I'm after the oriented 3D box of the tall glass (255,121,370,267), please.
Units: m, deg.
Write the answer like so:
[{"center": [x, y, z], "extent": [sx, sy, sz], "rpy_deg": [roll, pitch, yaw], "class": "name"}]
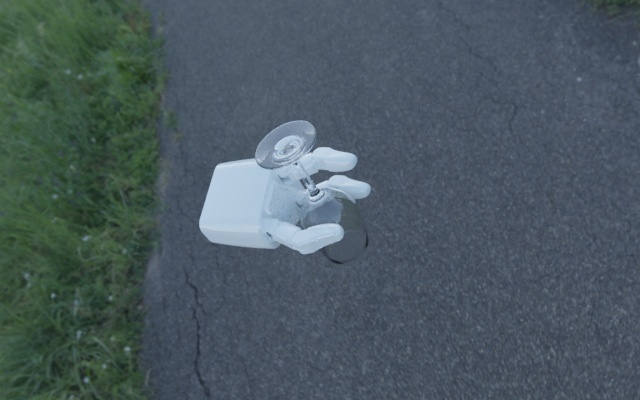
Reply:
[{"center": [0.000, 0.002, 0.584], "extent": [0.079, 0.079, 0.201], "rpy_deg": [0, -40, 31], "class": "tall glass"}]
